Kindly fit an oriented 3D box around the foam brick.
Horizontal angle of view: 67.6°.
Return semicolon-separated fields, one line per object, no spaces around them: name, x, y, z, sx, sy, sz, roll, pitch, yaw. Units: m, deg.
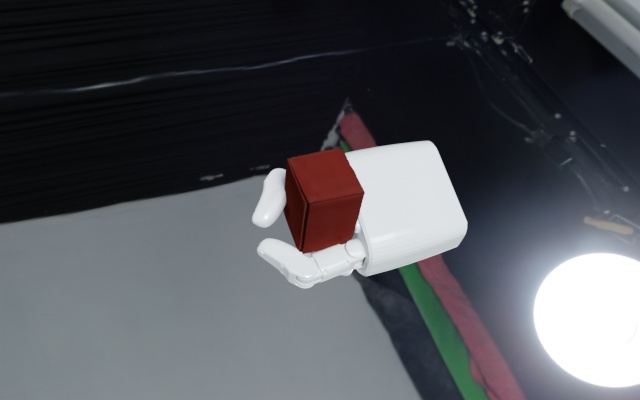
foam brick;0.000;0.001;0.417;0.051;0.053;0.078;-12;-34;-16
